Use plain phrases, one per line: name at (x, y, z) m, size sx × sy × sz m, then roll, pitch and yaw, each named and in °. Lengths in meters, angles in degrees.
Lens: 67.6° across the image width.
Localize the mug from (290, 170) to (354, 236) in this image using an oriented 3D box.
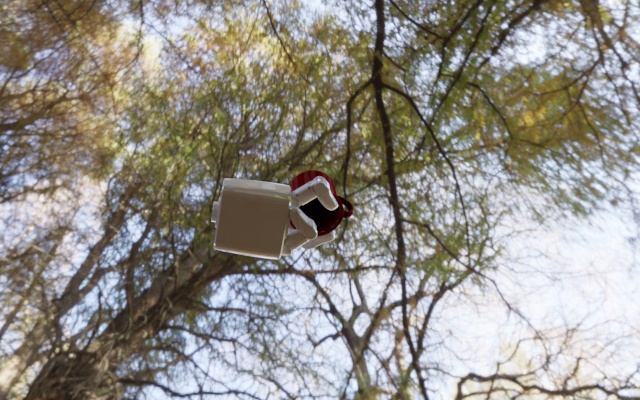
mug at (0.002, 0.003, 0.819) m, size 0.117 × 0.093 × 0.081 m, roll 9°, pitch 31°, yaw -13°
